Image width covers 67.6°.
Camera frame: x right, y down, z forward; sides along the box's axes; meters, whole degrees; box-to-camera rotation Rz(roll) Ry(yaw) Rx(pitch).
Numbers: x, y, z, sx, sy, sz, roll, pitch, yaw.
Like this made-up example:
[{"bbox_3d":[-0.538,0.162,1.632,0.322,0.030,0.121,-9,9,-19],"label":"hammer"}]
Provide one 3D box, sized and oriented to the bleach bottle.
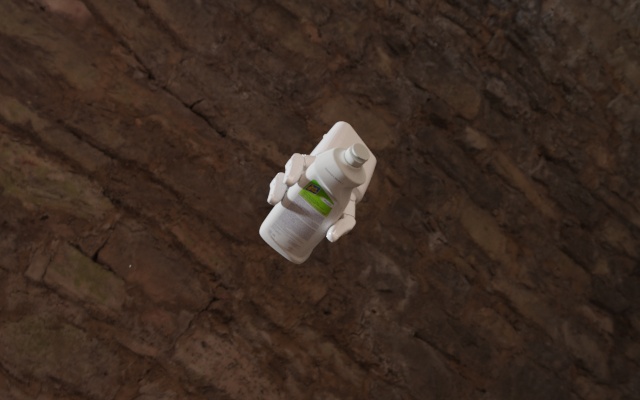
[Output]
[{"bbox_3d":[0.000,0.002,0.748,0.251,0.102,0.068,-46,9,43],"label":"bleach bottle"}]
